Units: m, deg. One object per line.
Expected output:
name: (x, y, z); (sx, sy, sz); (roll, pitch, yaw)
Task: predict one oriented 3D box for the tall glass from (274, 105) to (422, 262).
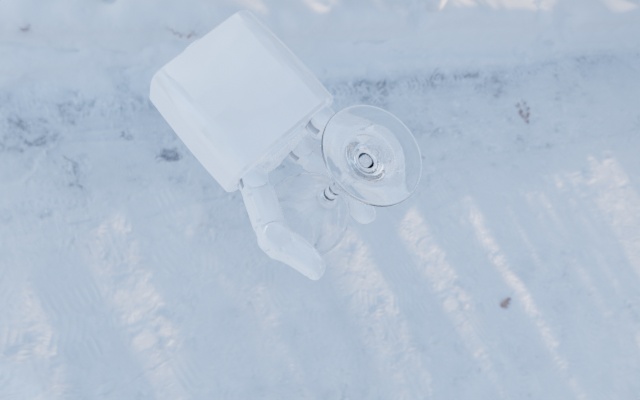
tall glass: (0.000, 0.001, 0.403); (0.079, 0.079, 0.201); (0, -19, -22)
